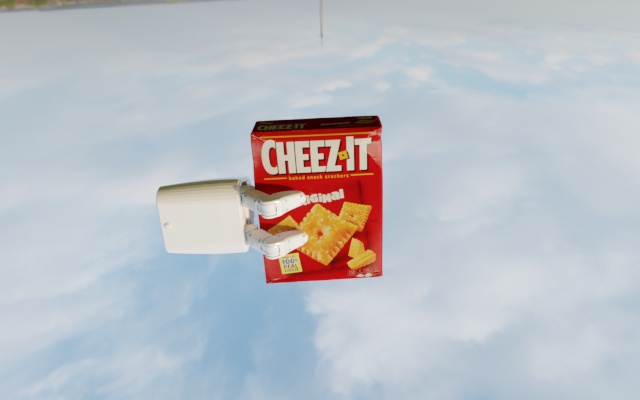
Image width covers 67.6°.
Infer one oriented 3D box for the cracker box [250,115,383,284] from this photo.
[{"bbox_3d":[0.000,0.002,0.636,0.164,0.214,0.072,-3,23,1],"label":"cracker box"}]
